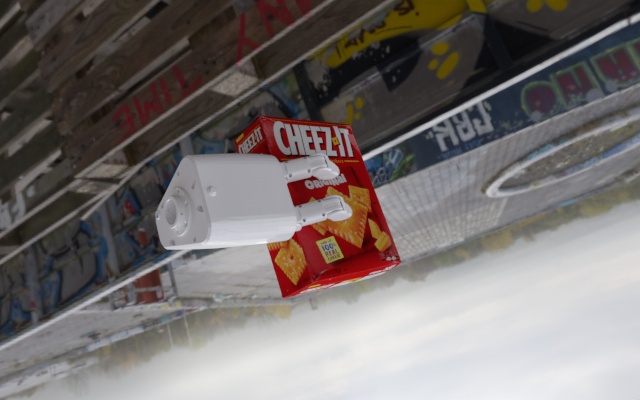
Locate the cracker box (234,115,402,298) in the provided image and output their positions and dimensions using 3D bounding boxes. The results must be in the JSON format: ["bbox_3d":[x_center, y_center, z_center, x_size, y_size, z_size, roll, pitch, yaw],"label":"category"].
[{"bbox_3d":[0.000,0.002,0.614,0.164,0.213,0.072,-3,-22,-44],"label":"cracker box"}]
